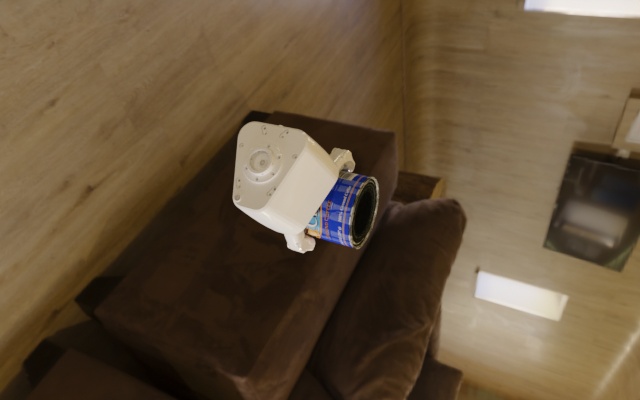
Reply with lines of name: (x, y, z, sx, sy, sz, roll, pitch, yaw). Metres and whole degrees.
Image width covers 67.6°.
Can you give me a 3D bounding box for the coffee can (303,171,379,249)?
coffee can: (0.000, 0.002, 0.684, 0.140, 0.103, 0.103, 14, 5, 23)
